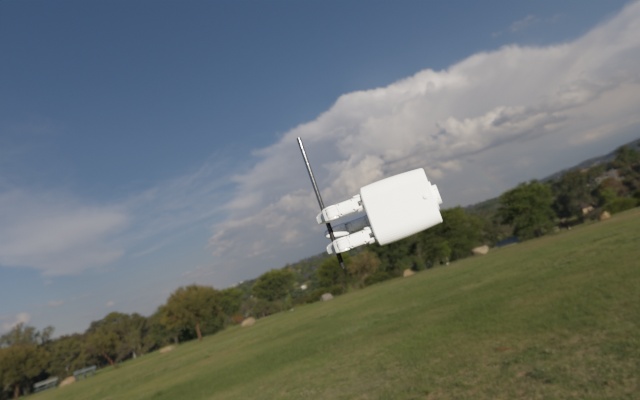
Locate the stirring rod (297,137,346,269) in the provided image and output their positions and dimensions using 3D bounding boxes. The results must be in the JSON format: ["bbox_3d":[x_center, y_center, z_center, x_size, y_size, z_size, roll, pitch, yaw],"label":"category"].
[{"bbox_3d":[0.000,0.003,0.827,0.011,0.239,0.011,-19,-8,-3],"label":"stirring rod"}]
